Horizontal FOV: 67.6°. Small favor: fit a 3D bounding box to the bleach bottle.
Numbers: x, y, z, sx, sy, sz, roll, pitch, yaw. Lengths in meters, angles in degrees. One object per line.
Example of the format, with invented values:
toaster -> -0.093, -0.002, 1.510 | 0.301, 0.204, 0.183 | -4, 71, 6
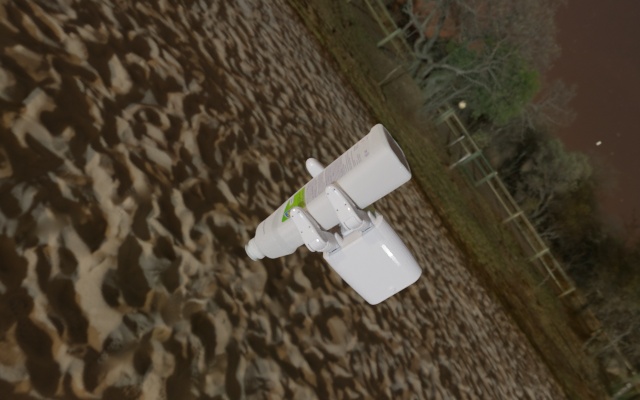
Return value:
bleach bottle -> 0.000, 0.002, 0.654 | 0.251, 0.068, 0.102 | -35, 21, 18
